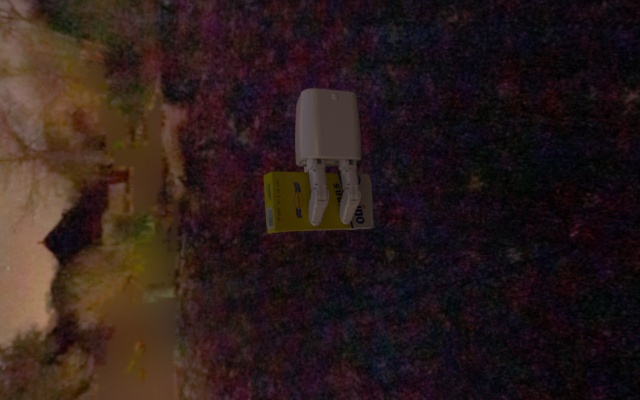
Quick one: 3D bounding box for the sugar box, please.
[{"bbox_3d":[0.000,0.002,0.763,0.176,0.093,0.048,-1,-5,-24],"label":"sugar box"}]
